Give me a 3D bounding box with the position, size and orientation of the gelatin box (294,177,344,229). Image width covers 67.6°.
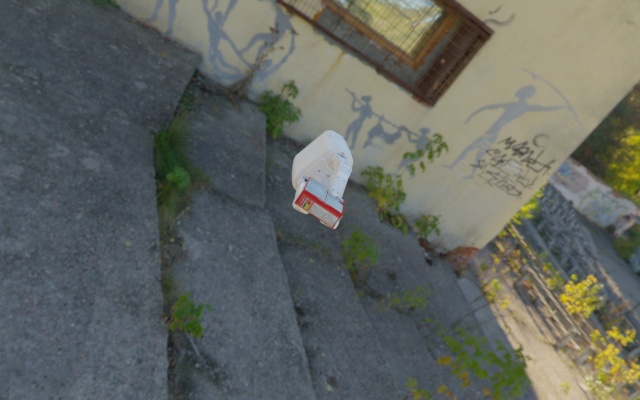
[{"bbox_3d":[0.000,0.002,0.771,0.073,0.030,0.089,34,16,-5],"label":"gelatin box"}]
